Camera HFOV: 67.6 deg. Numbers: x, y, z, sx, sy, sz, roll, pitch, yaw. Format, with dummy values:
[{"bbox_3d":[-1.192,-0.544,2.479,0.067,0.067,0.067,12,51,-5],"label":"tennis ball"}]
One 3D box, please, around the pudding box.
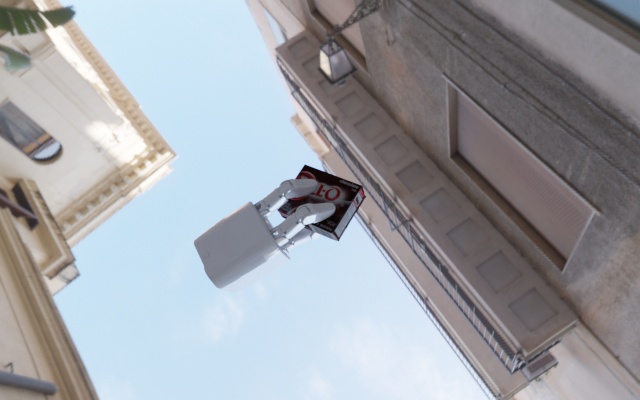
[{"bbox_3d":[0.000,0.003,0.740,0.113,0.090,0.039,23,-20,27],"label":"pudding box"}]
